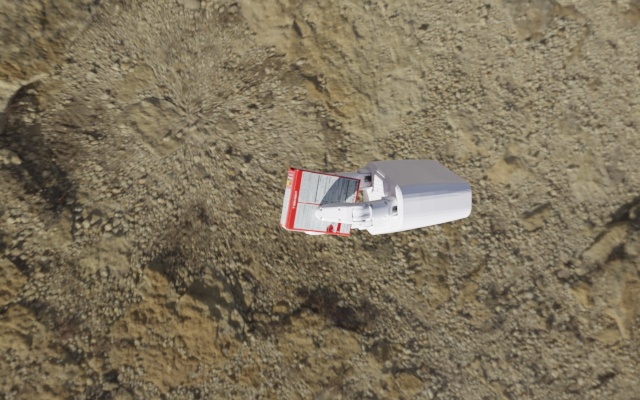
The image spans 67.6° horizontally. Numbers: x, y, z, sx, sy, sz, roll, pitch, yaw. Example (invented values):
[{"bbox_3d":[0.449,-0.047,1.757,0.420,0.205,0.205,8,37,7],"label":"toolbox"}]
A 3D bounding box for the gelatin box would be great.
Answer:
[{"bbox_3d":[0.000,0.002,0.587,0.089,0.073,0.030,7,6,-25],"label":"gelatin box"}]
